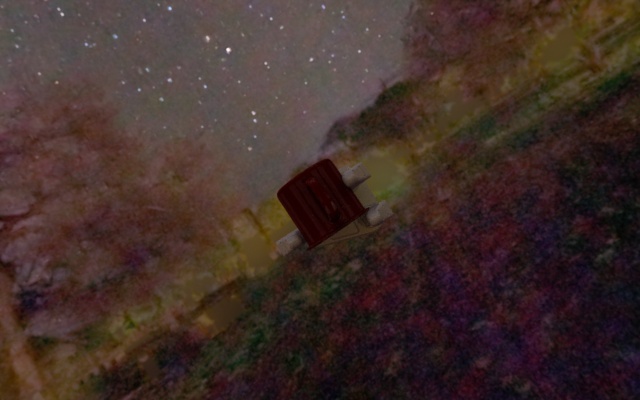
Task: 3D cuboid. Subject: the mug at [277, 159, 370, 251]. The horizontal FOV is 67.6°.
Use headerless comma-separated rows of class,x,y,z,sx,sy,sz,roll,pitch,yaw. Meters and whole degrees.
mug,0.000,0.002,0.576,0.093,0.081,0.117,-34,-2,-3
